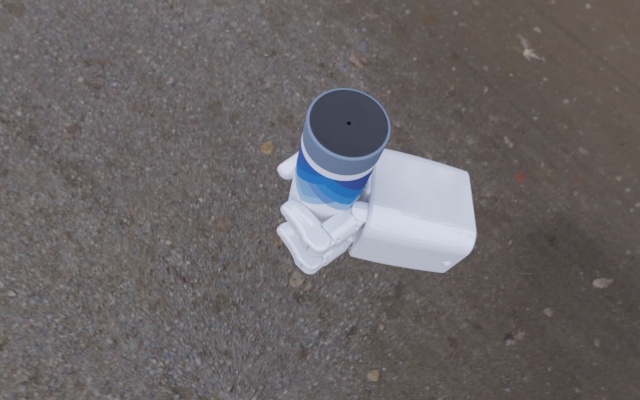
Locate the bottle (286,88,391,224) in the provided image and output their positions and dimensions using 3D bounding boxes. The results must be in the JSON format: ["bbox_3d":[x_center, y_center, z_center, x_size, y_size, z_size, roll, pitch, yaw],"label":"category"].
[{"bbox_3d":[0.000,0.001,0.498,0.069,0.069,0.296,0,-25,-9],"label":"bottle"}]
